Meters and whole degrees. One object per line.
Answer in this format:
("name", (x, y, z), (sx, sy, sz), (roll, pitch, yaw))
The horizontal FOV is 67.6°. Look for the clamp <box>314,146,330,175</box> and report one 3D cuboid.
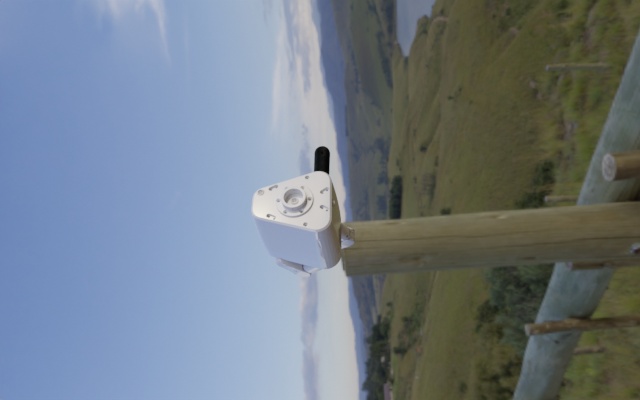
("clamp", (0.000, 0.003, 0.761), (0.039, 0.171, 0.120), (-3, -33, 6))
